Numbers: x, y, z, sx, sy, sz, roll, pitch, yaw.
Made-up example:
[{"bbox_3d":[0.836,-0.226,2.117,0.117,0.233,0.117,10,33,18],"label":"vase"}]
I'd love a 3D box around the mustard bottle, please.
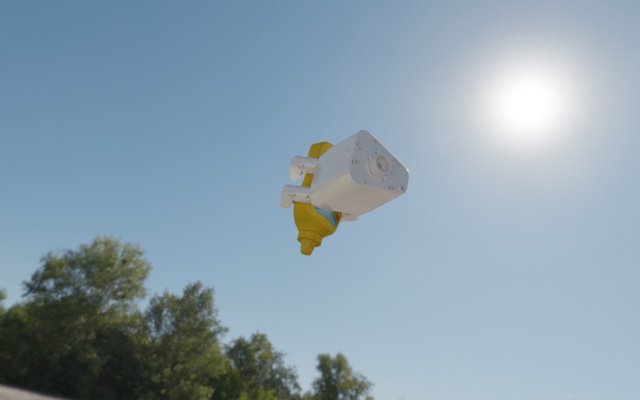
[{"bbox_3d":[0.000,0.002,0.806,0.058,0.191,0.096,-6,-34,37],"label":"mustard bottle"}]
